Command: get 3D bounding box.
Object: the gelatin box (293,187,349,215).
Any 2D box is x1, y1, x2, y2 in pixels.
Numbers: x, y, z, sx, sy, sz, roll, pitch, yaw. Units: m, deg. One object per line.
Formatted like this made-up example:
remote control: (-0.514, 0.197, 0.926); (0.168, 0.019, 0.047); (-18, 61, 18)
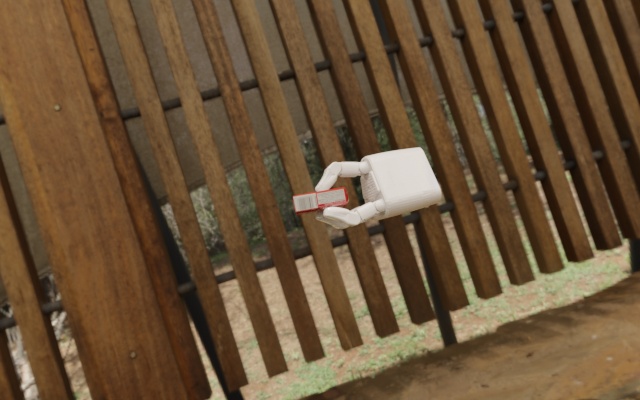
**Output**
gelatin box: (0.000, 0.002, 0.800); (0.089, 0.030, 0.073); (-10, -5, -2)
